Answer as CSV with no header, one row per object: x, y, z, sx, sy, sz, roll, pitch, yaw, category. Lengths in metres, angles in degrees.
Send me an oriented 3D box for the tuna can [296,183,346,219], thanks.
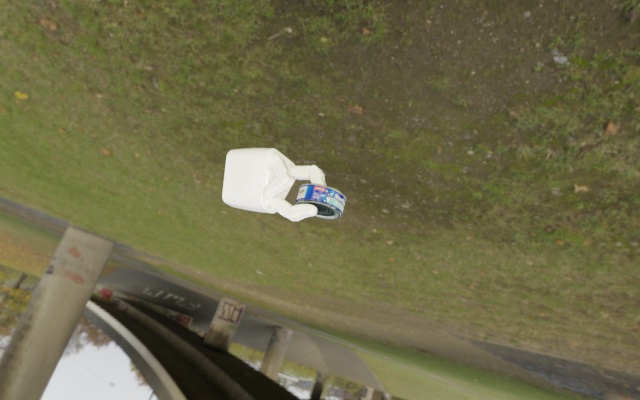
0.000,0.003,0.842,0.086,0.033,0.086,13,-19,5,tuna can
